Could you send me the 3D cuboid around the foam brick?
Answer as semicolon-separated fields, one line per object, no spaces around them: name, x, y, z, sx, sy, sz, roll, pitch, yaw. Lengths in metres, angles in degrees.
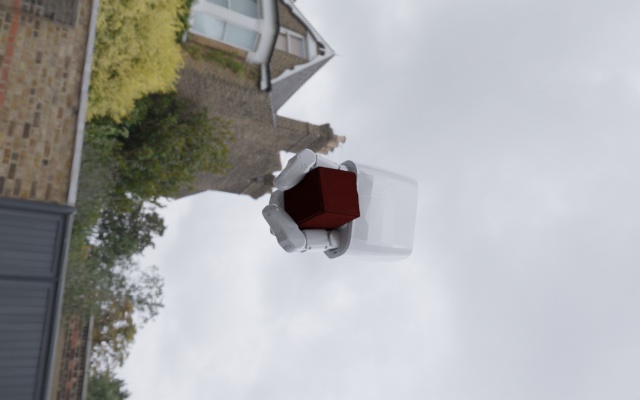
foam brick;0.000;0.002;0.531;0.051;0.053;0.078;8;-22;-33
